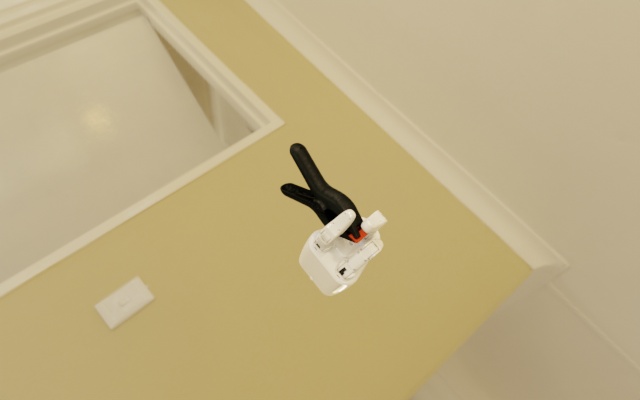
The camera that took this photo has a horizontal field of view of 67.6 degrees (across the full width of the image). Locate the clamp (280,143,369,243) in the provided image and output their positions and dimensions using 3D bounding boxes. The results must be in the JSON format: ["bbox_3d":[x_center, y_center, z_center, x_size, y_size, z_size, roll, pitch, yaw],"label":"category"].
[{"bbox_3d":[0.001,0.002,0.732,0.039,0.171,0.120,-36,-10,-24],"label":"clamp"}]
